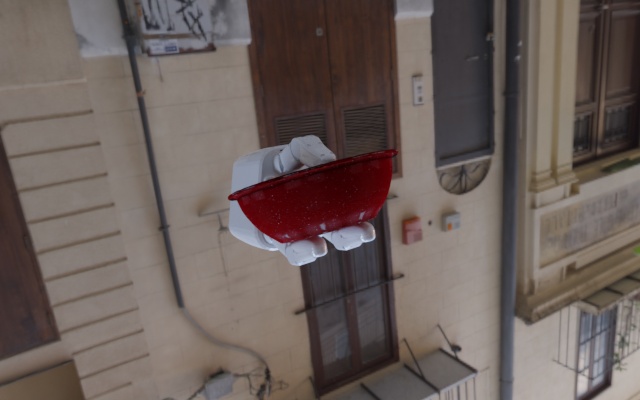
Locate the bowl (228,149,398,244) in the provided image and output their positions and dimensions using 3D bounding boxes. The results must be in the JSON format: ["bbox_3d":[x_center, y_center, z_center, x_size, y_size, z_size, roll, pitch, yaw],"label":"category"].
[{"bbox_3d":[0.000,0.002,0.440,0.162,0.055,0.162,-15,-2,0],"label":"bowl"}]
